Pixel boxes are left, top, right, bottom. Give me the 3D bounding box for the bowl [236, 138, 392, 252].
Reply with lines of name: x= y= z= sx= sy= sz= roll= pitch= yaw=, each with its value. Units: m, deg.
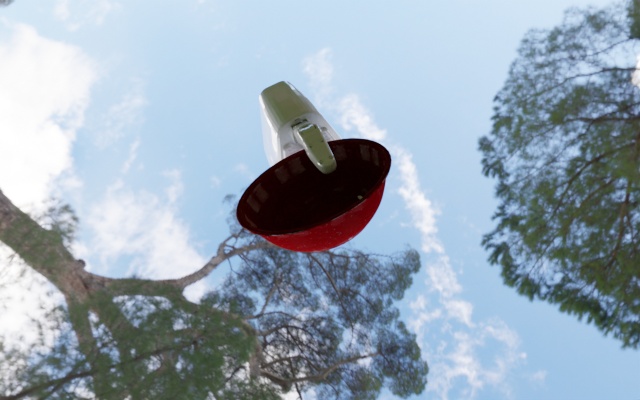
bowl: x=0.000 y=0.003 z=0.479 sx=0.162 sy=0.055 sz=0.162 roll=-18 pitch=30 yaw=10
